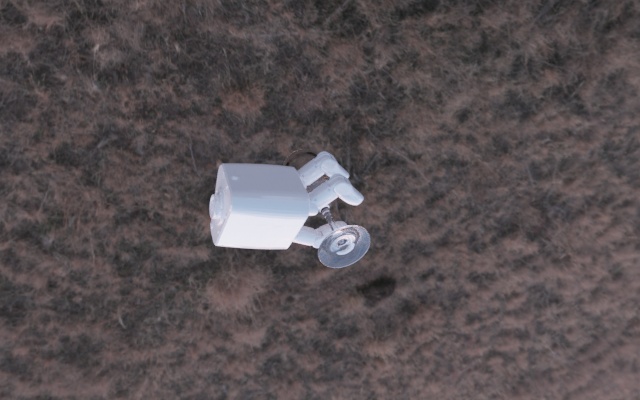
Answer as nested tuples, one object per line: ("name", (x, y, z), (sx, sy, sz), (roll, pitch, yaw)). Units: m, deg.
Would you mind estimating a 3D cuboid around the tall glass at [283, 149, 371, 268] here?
("tall glass", (0.000, 0.003, 0.701), (0.079, 0.079, 0.201), (0, 37, -23))
